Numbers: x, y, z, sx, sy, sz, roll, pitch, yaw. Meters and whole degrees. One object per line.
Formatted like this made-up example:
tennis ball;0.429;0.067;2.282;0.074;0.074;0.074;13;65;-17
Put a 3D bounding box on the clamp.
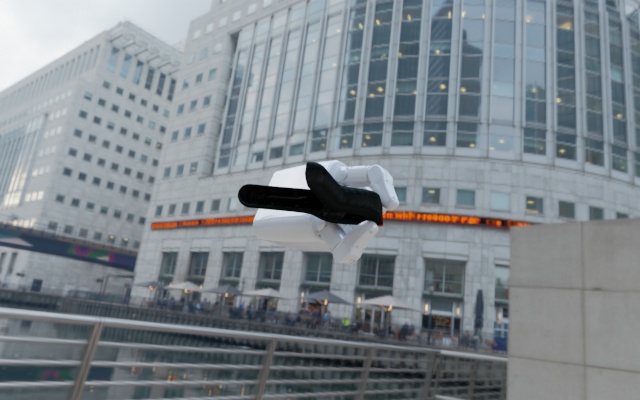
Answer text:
clamp;0.000;0.001;0.517;0.120;0.039;0.171;-4;-18;39
